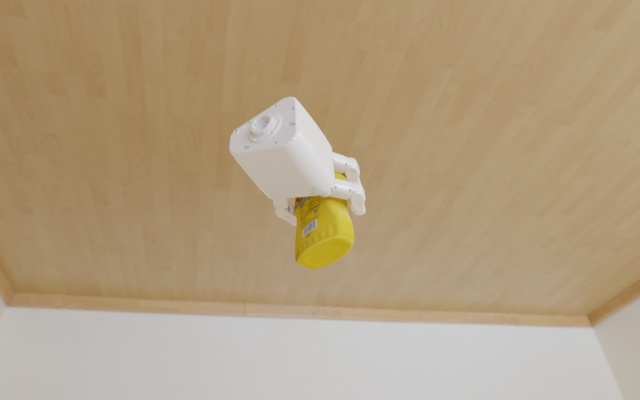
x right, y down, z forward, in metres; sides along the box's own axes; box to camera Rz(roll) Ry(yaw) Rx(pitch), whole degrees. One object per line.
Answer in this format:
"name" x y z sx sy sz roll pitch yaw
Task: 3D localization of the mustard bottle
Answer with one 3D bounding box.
"mustard bottle" 0.000 0.003 0.729 0.058 0.191 0.096 25 -47 -32
